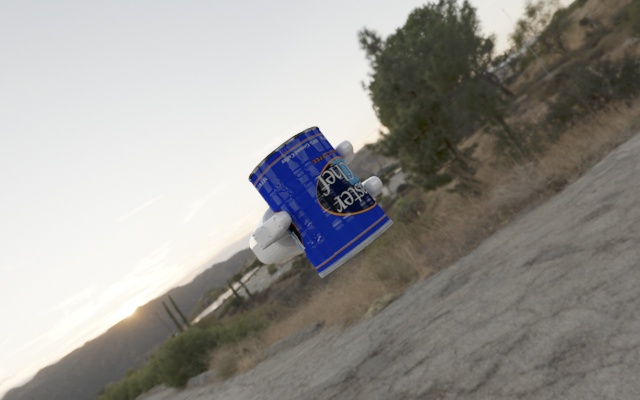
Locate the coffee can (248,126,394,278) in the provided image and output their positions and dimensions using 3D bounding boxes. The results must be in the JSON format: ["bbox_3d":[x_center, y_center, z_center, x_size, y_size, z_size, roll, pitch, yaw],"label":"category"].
[{"bbox_3d":[0.000,0.002,0.544,0.103,0.140,0.103,-37,-5,-3],"label":"coffee can"}]
